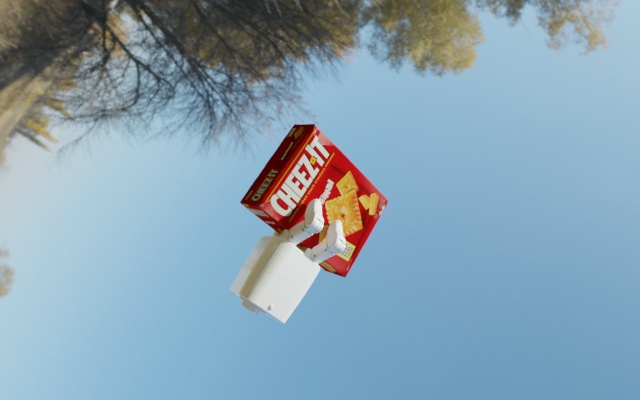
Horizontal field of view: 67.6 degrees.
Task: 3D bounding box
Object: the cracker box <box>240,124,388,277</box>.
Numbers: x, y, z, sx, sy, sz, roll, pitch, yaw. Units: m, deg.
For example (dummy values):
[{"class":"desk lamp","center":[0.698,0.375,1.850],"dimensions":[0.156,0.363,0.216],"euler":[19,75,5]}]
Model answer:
[{"class":"cracker box","center":[0.000,0.003,0.798],"dimensions":[0.214,0.164,0.072],"euler":[43,-19,-31]}]
